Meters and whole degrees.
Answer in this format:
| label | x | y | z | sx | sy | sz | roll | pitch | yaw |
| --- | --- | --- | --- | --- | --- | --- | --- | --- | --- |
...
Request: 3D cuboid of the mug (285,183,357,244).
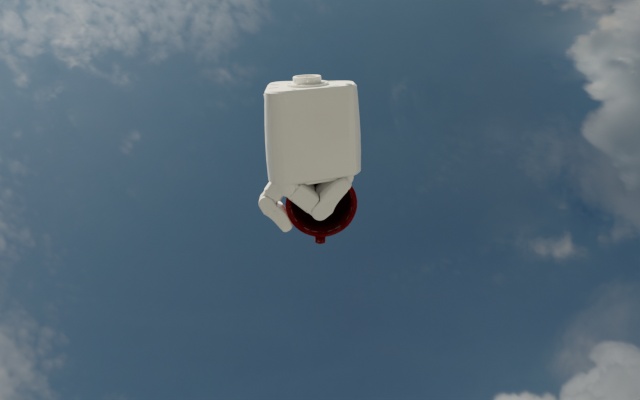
| label | x | y | z | sx | sy | sz | roll | pitch | yaw |
| --- | --- | --- | --- | --- | --- | --- | --- | --- | --- |
| mug | 0.000 | 0.003 | 0.659 | 0.093 | 0.117 | 0.081 | -3 | 22 | -1 |
